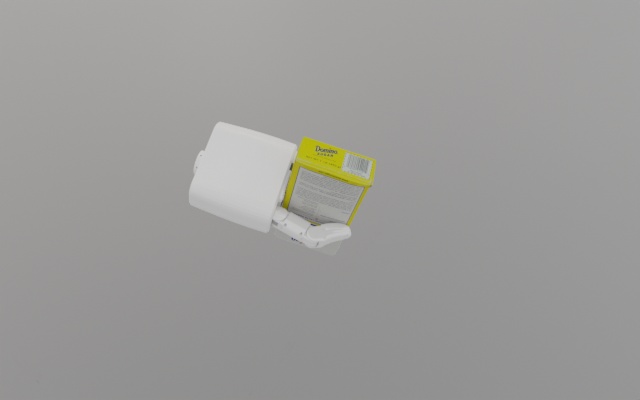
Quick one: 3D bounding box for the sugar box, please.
[{"bbox_3d":[0.000,0.001,0.613,0.093,0.048,0.176,19,-34,-3],"label":"sugar box"}]
